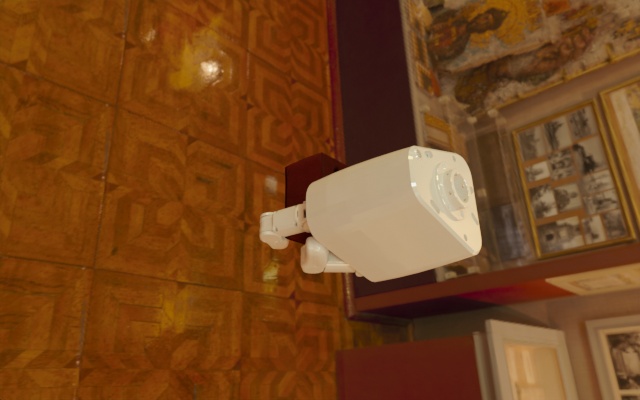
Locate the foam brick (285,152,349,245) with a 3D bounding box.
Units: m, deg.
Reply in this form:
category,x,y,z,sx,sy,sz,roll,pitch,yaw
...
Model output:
category,x,y,z,sx,sy,sz,roll,pitch,yaw
foam brick,0.000,0.001,0.469,0.051,0.078,0.053,-21,-30,38
